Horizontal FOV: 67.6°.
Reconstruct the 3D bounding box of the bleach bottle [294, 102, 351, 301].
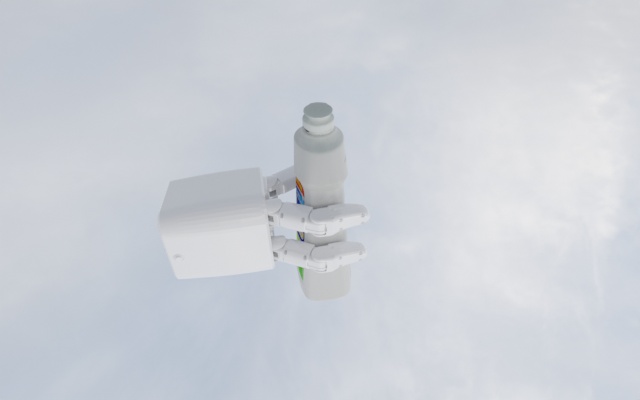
[{"bbox_3d":[0.000,0.002,0.539,0.068,0.251,0.102,-7,42,-6],"label":"bleach bottle"}]
